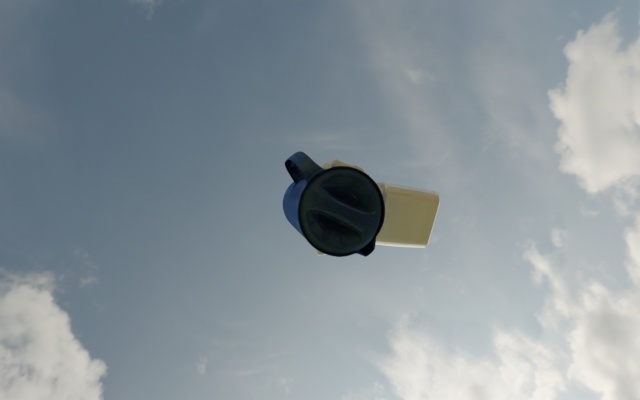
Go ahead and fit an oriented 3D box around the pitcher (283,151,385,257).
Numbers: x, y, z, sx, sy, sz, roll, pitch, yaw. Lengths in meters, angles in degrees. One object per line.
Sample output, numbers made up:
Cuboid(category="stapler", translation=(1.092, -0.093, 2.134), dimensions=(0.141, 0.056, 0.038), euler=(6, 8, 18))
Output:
Cuboid(category="pitcher", translation=(0.000, 0.003, 0.805), dimensions=(0.145, 0.149, 0.243), euler=(6, 1, -14))
